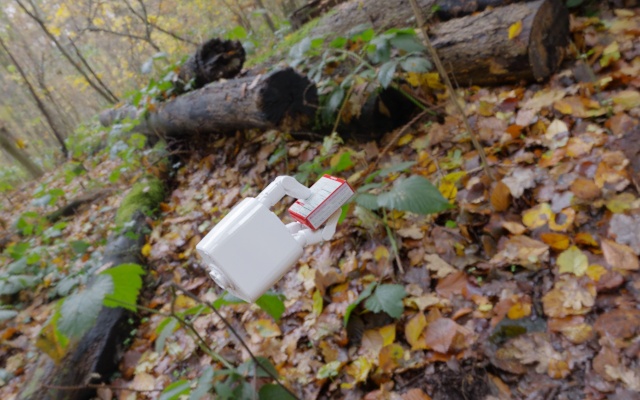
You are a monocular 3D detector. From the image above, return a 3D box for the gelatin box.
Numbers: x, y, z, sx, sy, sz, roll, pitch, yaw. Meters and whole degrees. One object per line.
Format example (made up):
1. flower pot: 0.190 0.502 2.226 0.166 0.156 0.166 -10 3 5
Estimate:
1. gelatin box: 0.000 0.002 0.739 0.089 0.030 0.073 -44 24 -11
